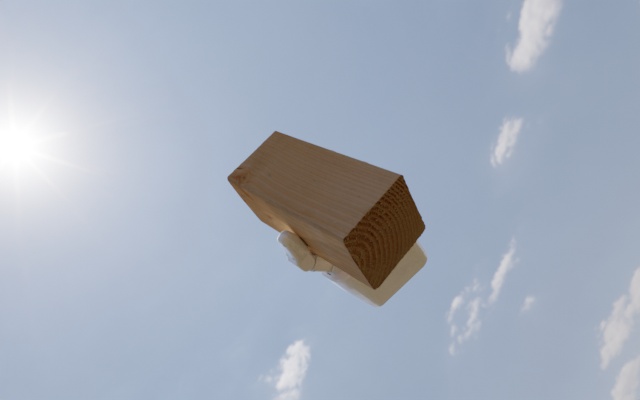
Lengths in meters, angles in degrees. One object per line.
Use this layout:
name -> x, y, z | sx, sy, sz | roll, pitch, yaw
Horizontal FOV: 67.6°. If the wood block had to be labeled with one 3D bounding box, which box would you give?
wood block -> 0.000, 0.002, 0.536 | 0.206, 0.091, 0.090 | 25, -24, 45
